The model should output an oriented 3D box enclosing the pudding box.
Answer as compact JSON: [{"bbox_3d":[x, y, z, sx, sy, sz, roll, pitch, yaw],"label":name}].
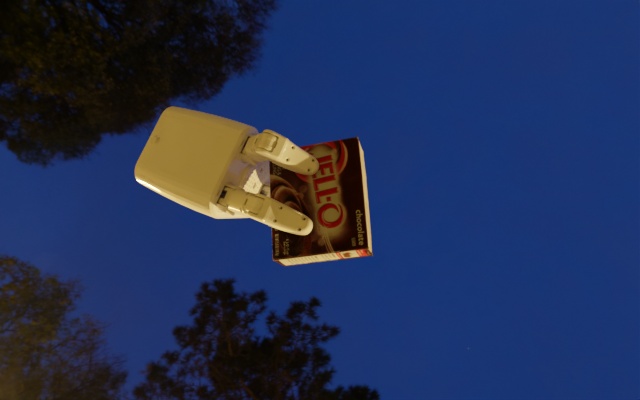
[{"bbox_3d":[0.000,0.002,0.456,0.090,0.113,0.039,-9,-18,13],"label":"pudding box"}]
